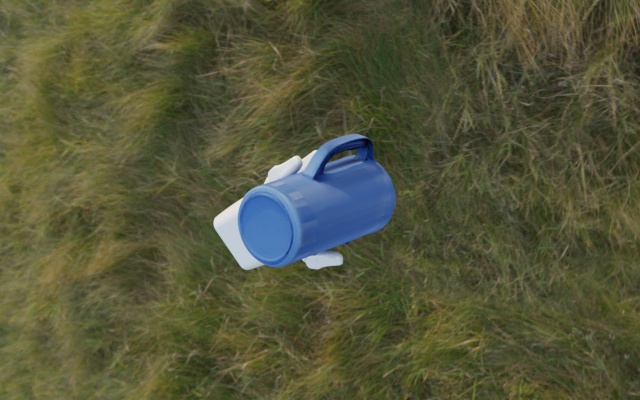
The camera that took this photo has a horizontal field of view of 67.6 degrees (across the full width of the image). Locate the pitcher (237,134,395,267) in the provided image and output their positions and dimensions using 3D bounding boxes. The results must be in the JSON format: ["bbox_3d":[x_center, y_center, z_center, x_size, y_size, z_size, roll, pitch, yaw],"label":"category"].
[{"bbox_3d":[0.000,0.002,0.695,0.145,0.149,0.243,-28,-6,36],"label":"pitcher"}]
